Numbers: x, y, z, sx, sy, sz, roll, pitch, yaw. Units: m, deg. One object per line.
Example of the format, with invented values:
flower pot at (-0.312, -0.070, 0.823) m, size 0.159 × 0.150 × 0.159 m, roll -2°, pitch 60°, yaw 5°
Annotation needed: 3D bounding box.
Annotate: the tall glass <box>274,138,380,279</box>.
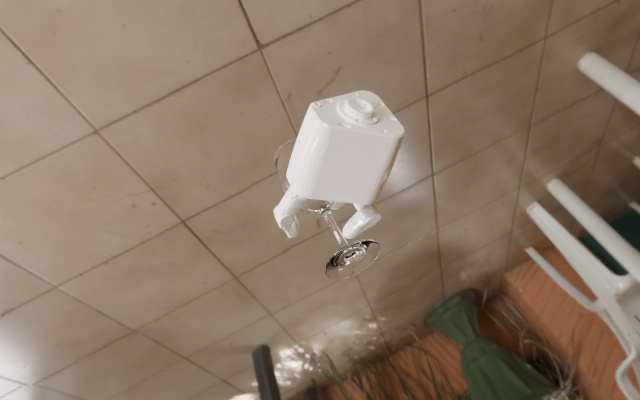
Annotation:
tall glass at (0.000, 0.003, 0.635) m, size 0.079 × 0.201 × 0.079 m, roll -18°, pitch -37°, yaw -15°
